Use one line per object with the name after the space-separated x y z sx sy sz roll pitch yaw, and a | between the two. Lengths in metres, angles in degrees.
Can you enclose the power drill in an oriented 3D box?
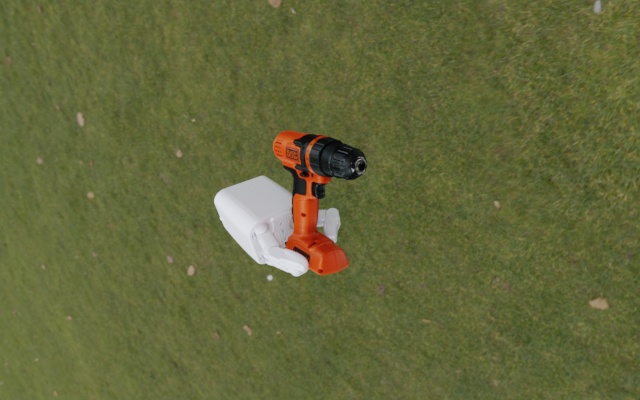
0.000 0.003 0.656 0.057 0.188 0.184 -12 21 -30 | power drill
